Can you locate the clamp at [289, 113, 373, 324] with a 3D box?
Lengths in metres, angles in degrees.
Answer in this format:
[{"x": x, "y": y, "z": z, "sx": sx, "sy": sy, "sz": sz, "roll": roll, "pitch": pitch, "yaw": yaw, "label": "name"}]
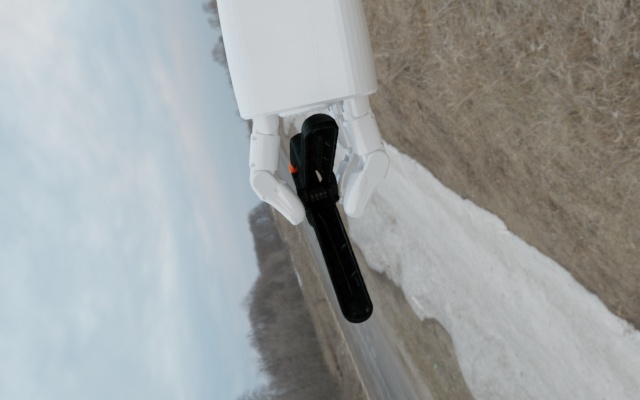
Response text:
[{"x": -0.001, "y": 0.001, "z": 0.429, "sx": 0.036, "sy": 0.164, "sz": 0.210, "roll": -14, "pitch": 14, "yaw": -7, "label": "clamp"}]
